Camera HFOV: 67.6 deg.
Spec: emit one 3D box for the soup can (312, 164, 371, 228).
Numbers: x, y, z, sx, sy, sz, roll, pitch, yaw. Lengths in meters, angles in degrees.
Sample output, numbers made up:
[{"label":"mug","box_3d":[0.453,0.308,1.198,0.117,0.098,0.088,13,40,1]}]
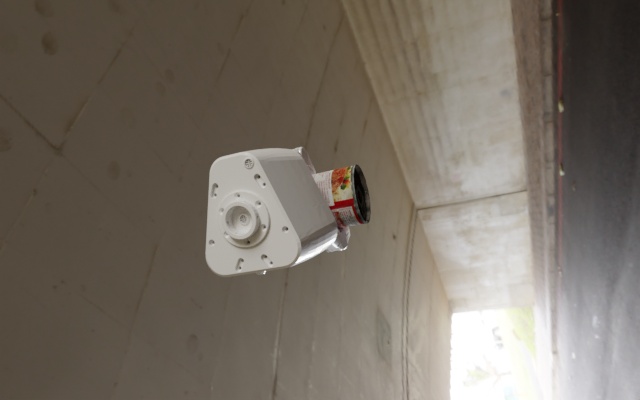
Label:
[{"label":"soup can","box_3d":[0.000,0.002,0.553,0.102,0.068,0.068,-11,-4,18]}]
